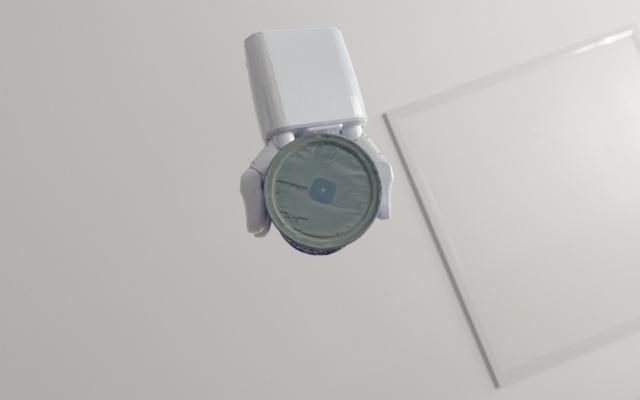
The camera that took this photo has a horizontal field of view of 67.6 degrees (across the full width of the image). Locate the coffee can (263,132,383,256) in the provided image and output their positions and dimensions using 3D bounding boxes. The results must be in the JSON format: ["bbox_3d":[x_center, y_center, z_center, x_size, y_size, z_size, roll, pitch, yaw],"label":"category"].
[{"bbox_3d":[0.000,0.002,0.476,0.103,0.103,0.140,0,-9,-2],"label":"coffee can"}]
